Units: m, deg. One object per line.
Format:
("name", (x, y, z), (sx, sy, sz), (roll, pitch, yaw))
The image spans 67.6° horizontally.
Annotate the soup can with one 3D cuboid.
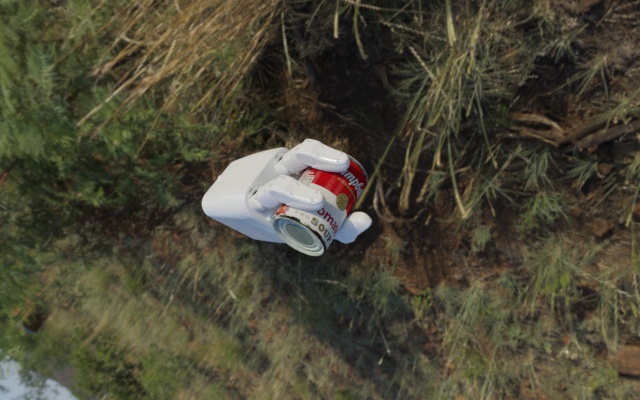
("soup can", (0.000, 0.002, 0.529), (0.068, 0.102, 0.068), (25, -30, 15))
